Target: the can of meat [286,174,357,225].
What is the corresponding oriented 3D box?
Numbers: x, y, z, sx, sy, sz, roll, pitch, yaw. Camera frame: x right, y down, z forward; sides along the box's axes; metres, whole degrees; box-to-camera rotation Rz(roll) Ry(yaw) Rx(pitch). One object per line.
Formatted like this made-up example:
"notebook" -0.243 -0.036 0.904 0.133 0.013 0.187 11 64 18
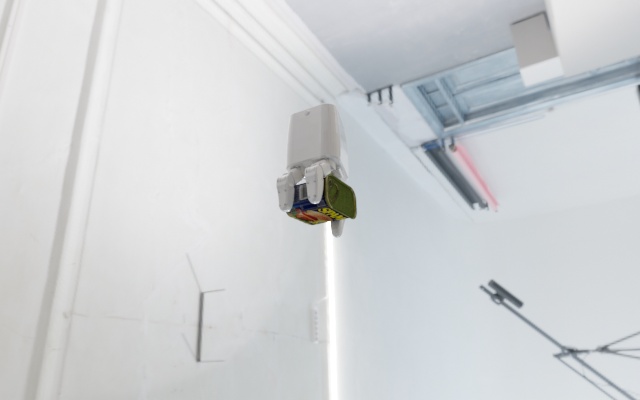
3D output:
"can of meat" 0.000 0.003 0.787 0.084 0.057 0.102 -13 -22 28
